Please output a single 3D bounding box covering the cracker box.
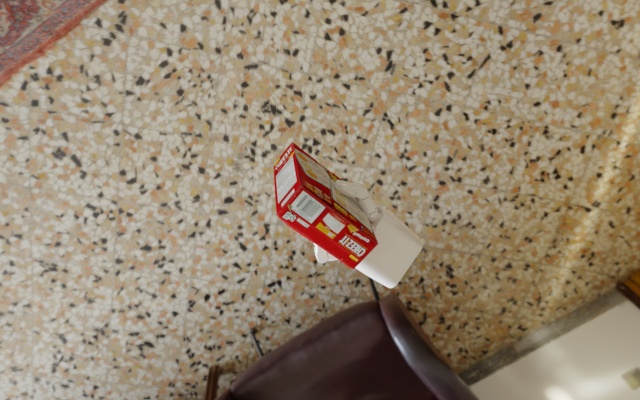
[{"bbox_3d":[0.000,0.003,0.828,0.164,0.072,0.213,36,15,-20],"label":"cracker box"}]
